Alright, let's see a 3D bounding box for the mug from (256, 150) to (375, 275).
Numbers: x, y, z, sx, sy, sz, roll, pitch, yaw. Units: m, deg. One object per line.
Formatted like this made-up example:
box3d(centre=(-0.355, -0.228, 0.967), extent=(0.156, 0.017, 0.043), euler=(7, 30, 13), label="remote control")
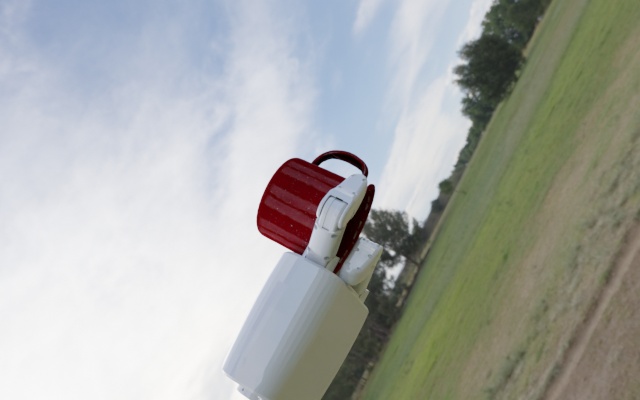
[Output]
box3d(centre=(0.001, 0.000, 0.446), extent=(0.081, 0.117, 0.093), euler=(25, -18, 14), label="mug")
